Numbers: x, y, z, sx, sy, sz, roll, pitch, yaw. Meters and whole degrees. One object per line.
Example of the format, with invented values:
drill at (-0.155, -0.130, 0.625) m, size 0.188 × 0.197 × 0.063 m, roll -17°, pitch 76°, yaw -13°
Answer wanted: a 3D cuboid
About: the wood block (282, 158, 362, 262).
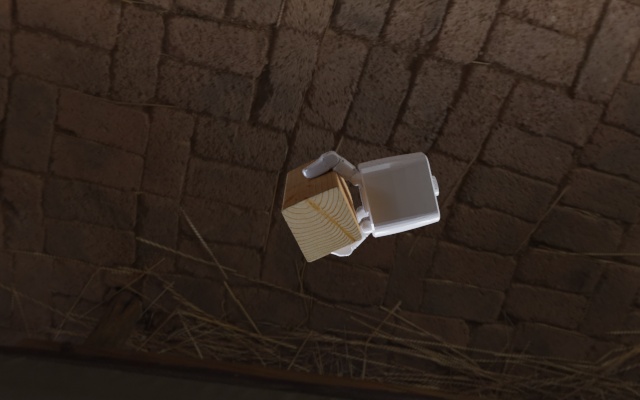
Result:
wood block at (0.000, 0.002, 0.769) m, size 0.090 × 0.091 × 0.206 m, roll -24°, pitch 17°, yaw 6°
